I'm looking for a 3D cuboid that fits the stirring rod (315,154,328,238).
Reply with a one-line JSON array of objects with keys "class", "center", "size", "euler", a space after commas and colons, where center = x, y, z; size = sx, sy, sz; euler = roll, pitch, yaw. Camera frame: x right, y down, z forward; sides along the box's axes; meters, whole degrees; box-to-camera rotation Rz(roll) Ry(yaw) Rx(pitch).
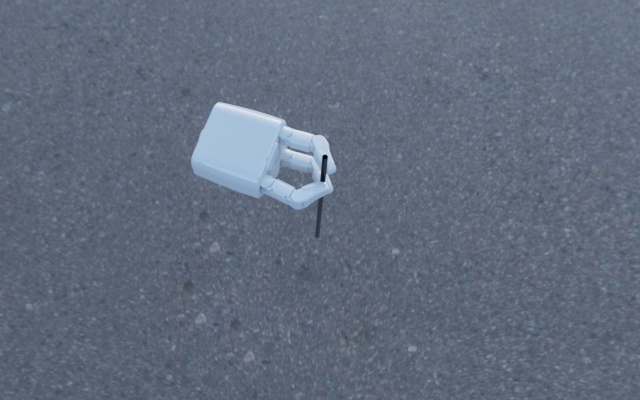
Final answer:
[{"class": "stirring rod", "center": [0.000, 0.002, 0.730], "size": [0.011, 0.011, 0.240], "euler": [0, -30, -3]}]
